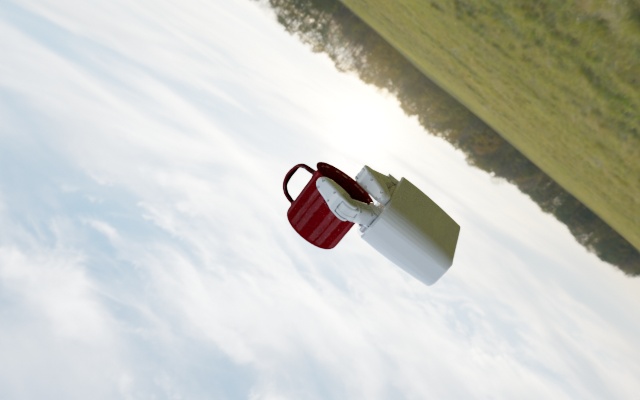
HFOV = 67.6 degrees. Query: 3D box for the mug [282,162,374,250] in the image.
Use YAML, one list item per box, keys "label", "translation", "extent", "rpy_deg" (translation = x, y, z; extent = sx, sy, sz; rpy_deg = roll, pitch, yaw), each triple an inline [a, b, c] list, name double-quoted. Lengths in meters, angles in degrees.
- label: "mug"
  translation: [-0.001, 0.001, 0.622]
  extent: [0.117, 0.081, 0.093]
  rpy_deg: [39, 19, 2]
